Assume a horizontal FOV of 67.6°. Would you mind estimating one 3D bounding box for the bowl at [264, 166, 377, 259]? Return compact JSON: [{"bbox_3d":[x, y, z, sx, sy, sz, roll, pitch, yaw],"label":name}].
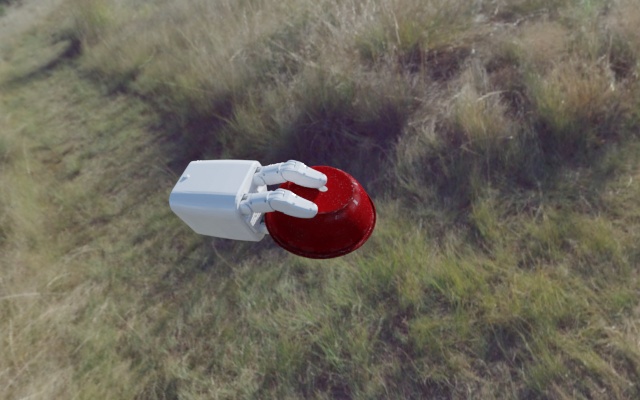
[{"bbox_3d":[0.001,0.002,0.670,0.162,0.162,0.055,0,-43,-1],"label":"bowl"}]
